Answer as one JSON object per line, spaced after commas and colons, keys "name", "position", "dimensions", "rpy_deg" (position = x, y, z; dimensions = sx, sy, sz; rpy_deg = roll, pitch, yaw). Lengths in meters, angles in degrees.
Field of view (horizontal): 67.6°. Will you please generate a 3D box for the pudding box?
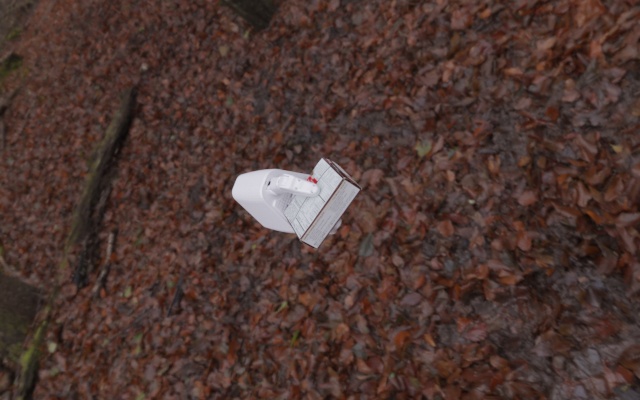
{"name": "pudding box", "position": [0.000, 0.002, 0.699], "dimensions": [0.039, 0.113, 0.090], "rpy_deg": [28, 12, -31]}
